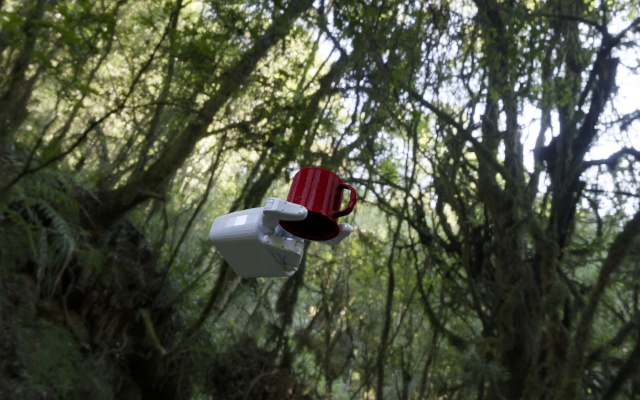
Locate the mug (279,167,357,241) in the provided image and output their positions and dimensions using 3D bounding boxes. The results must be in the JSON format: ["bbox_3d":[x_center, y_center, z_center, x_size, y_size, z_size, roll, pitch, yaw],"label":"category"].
[{"bbox_3d":[0.001,0.002,0.714,0.117,0.081,0.093,-9,-37,32],"label":"mug"}]
